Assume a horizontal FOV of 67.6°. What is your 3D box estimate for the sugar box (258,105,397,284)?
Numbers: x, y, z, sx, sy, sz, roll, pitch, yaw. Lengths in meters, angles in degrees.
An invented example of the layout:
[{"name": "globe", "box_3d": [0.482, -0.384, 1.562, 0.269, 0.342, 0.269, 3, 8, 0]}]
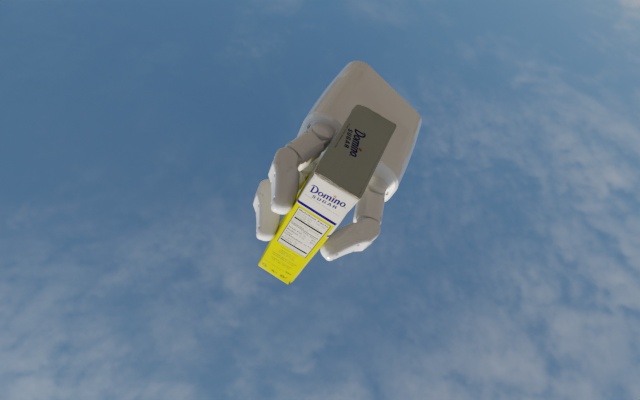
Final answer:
[{"name": "sugar box", "box_3d": [0.000, 0.001, 0.438, 0.048, 0.093, 0.176, 30, -37, 0]}]
